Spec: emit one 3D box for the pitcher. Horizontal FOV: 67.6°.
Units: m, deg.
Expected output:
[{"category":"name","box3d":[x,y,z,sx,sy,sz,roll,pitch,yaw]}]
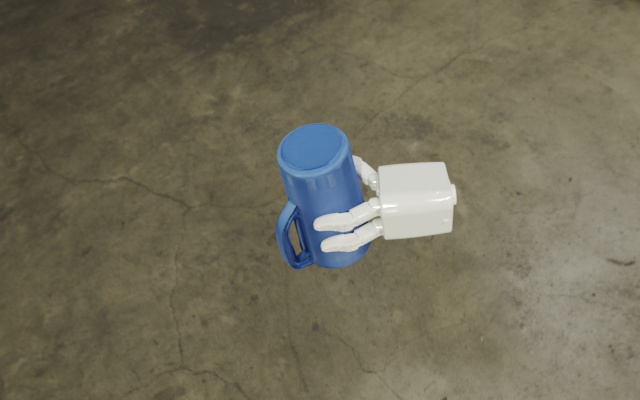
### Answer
[{"category":"pitcher","box3d":[0.000,0.002,0.773,0.145,0.149,0.243,-3,-38,11]}]
